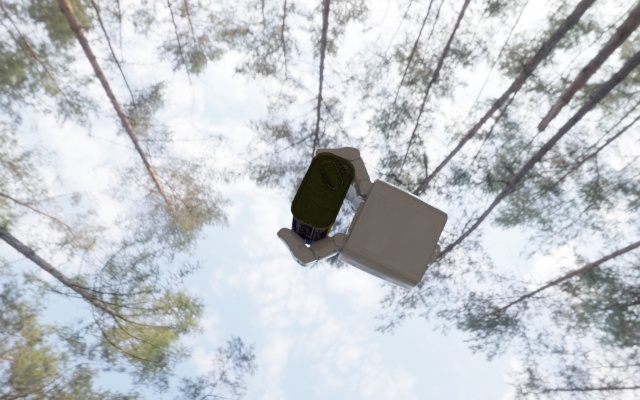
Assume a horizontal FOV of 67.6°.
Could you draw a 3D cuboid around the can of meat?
[{"bbox_3d":[0.000,0.002,0.622,0.057,0.102,0.084,22,-23,4],"label":"can of meat"}]
